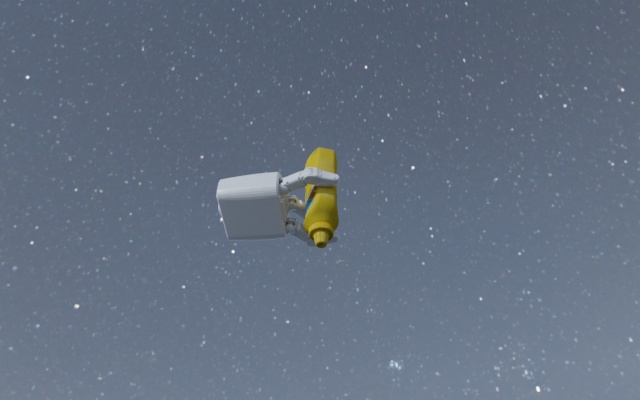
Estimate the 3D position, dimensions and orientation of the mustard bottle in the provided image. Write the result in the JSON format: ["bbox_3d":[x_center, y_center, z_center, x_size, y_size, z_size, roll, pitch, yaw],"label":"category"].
[{"bbox_3d":[0.000,0.003,0.830,0.058,0.191,0.096,11,-45,-11],"label":"mustard bottle"}]
